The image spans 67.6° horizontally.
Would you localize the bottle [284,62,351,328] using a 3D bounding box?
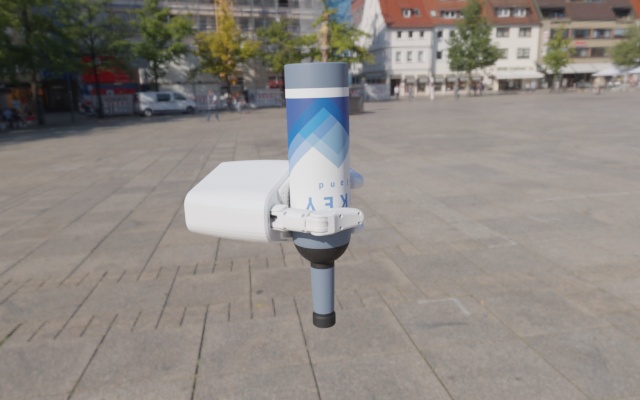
[{"bbox_3d":[0.000,0.001,0.529,0.069,0.296,0.069,-2,14,0],"label":"bottle"}]
